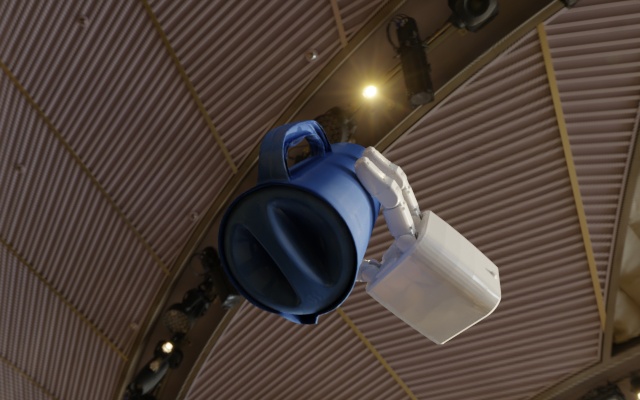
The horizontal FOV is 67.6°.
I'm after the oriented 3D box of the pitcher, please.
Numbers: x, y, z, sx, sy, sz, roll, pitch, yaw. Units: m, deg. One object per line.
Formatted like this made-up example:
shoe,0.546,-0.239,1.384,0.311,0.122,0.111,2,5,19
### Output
pitcher,0.000,0.002,0.522,0.145,0.149,0.242,37,25,2
